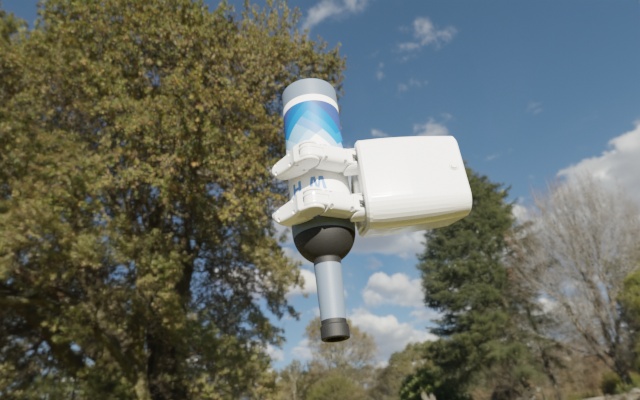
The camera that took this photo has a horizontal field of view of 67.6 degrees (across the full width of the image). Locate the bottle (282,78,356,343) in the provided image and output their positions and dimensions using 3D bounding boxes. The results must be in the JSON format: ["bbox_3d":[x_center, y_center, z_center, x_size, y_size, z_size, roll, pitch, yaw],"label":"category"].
[{"bbox_3d":[0.000,0.001,0.518,0.069,0.295,0.069,-5,-28,-3],"label":"bottle"}]
